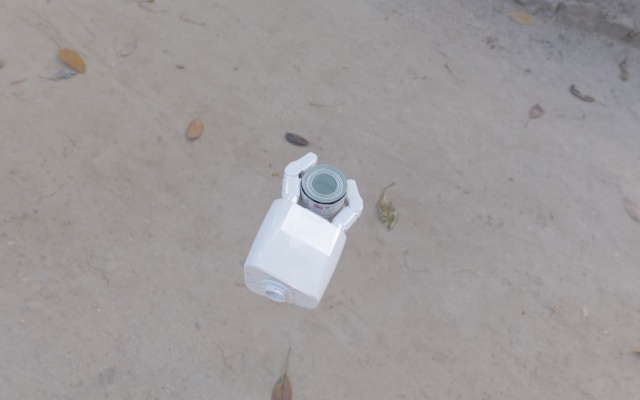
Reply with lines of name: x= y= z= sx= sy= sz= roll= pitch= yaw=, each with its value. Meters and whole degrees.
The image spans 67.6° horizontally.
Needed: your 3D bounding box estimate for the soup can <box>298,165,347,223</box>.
soup can: x=0.000 y=0.002 z=0.710 sx=0.068 sy=0.068 sz=0.102 roll=0 pitch=-32 yaw=-7
